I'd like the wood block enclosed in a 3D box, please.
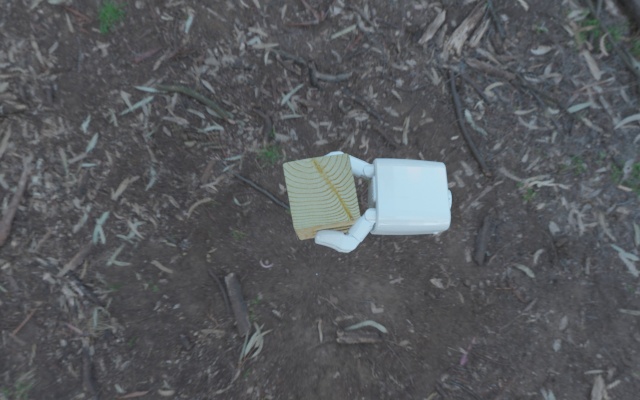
[{"bbox_3d":[0.000,0.002,0.717,0.090,0.091,0.206,-9,-9,-2],"label":"wood block"}]
